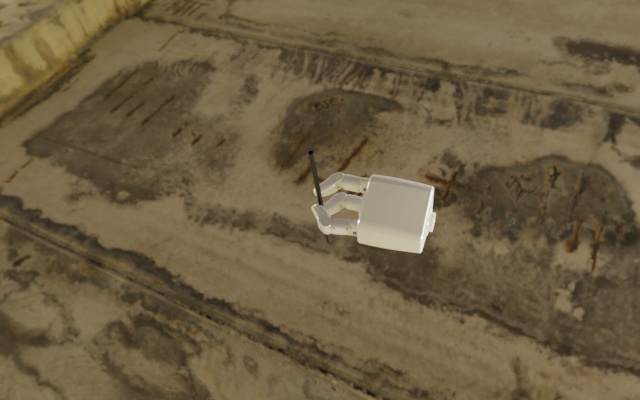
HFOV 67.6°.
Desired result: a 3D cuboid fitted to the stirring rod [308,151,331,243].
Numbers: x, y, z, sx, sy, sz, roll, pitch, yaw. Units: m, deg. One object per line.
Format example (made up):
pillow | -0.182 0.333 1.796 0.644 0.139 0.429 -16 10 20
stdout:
stirring rod | 0.000 0.003 0.819 0.011 0.011 0.240 0 -39 9
